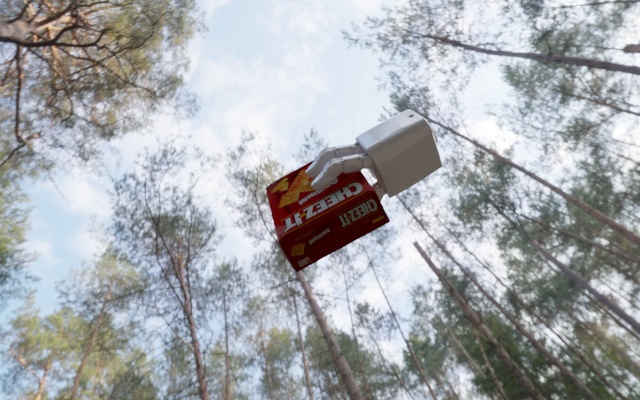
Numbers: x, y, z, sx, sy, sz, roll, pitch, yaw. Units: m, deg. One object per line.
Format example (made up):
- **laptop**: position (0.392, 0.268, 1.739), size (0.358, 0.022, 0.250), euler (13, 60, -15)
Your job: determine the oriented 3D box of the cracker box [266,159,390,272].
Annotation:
- **cracker box**: position (0.000, 0.003, 0.798), size (0.164, 0.072, 0.213), euler (-29, 26, 2)
